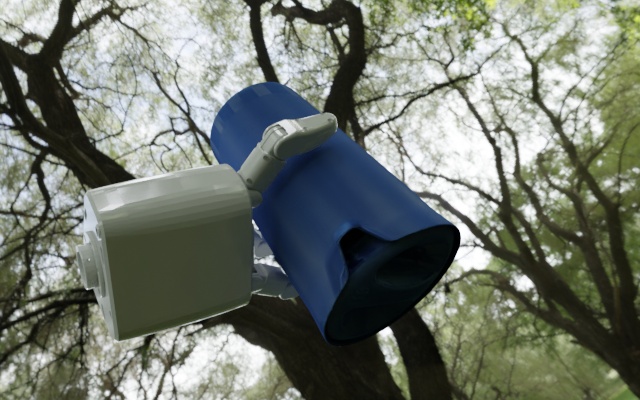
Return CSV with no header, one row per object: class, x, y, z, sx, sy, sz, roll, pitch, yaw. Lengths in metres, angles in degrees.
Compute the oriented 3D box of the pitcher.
pitcher,0.000,0.001,0.440,0.145,0.149,0.242,-13,47,-34
